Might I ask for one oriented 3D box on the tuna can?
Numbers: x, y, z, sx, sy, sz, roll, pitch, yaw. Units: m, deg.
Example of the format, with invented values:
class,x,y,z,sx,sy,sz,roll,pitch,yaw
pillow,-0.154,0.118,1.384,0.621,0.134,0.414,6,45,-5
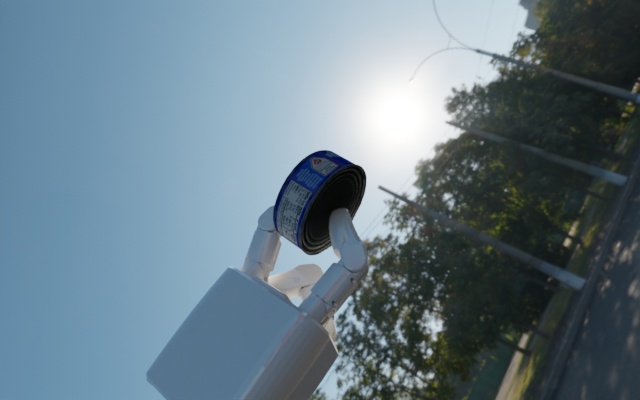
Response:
class,x,y,z,sx,sy,sz,roll,pitch,yaw
tuna can,0.000,0.001,0.404,0.033,0.086,0.086,32,16,27
